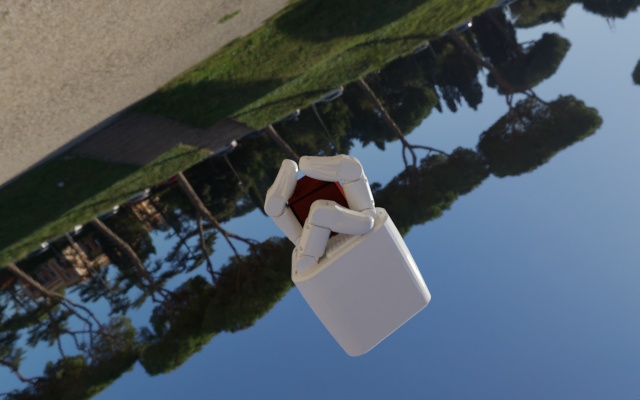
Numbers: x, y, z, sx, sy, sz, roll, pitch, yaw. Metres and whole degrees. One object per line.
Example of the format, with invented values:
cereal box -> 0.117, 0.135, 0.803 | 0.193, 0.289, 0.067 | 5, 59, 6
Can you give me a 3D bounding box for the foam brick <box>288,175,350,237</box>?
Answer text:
foam brick -> 0.000, 0.001, 0.505 | 0.053, 0.051, 0.078 | -31, 16, 6
